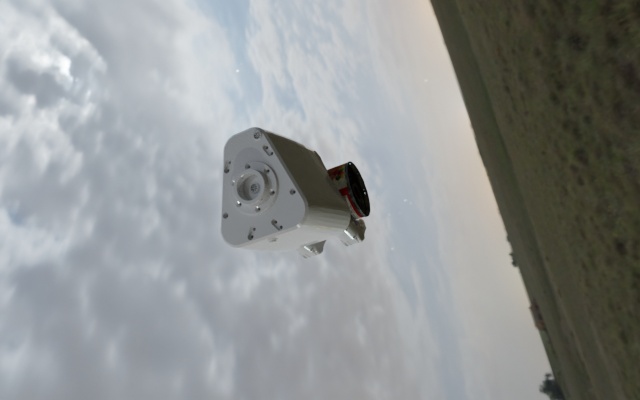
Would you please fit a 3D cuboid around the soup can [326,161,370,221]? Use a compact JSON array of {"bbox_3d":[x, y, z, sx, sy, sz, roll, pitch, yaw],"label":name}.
[{"bbox_3d":[0.000,0.002,0.573,0.102,0.068,0.068,-19,-7,19],"label":"soup can"}]
